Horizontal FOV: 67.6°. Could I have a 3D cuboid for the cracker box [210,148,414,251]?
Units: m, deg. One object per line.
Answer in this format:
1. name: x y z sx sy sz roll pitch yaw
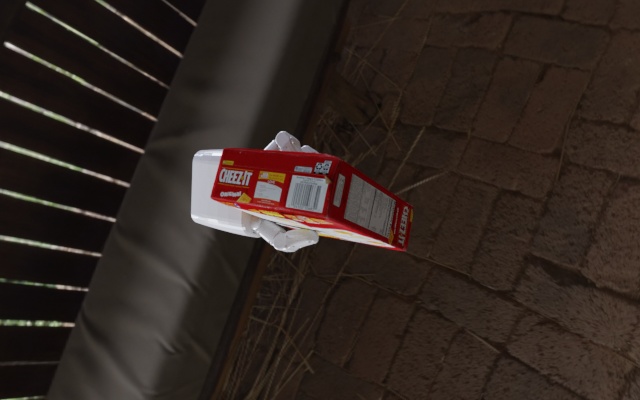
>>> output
1. cracker box: 0.000 0.002 0.592 0.164 0.072 0.214 8 -9 33
